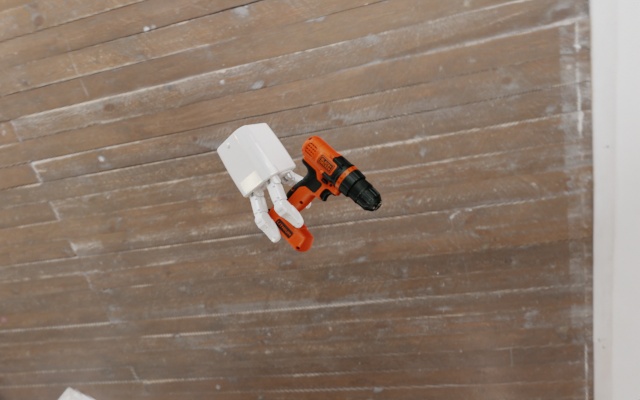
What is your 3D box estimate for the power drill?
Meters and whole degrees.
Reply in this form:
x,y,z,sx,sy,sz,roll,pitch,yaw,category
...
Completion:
x,y,z,sx,sy,sz,roll,pitch,yaw,category
0.000,0.003,0.878,0.184,0.188,0.057,45,19,21,power drill
